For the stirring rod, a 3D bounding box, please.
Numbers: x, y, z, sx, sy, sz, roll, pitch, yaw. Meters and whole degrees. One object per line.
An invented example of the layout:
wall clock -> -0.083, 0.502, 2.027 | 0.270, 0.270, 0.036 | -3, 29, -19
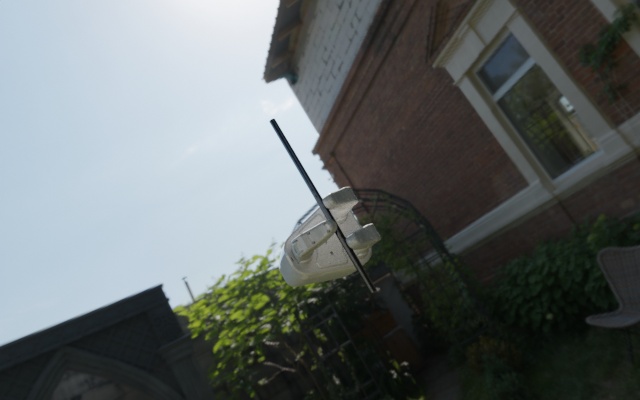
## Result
stirring rod -> 0.000, 0.002, 0.563 | 0.011, 0.239, 0.011 | -29, -13, -7
